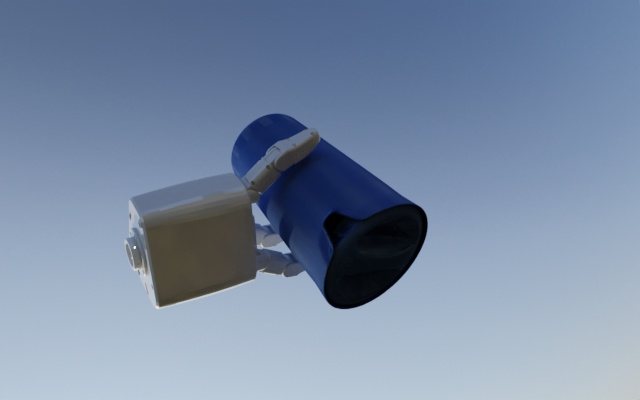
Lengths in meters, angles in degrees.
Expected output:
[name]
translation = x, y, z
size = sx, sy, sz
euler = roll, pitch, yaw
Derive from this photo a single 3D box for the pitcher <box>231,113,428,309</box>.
[pitcher]
translation = 0.000, 0.002, 0.557
size = 0.145, 0.149, 0.242
euler = -17, 43, -30
